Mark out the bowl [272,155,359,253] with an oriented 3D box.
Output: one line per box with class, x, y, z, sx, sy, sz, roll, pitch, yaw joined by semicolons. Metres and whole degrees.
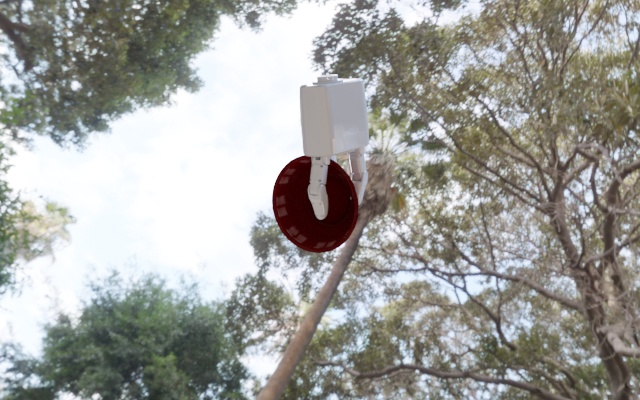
bowl;0.000;0.004;0.791;0.162;0.162;0.055;0;8;29
